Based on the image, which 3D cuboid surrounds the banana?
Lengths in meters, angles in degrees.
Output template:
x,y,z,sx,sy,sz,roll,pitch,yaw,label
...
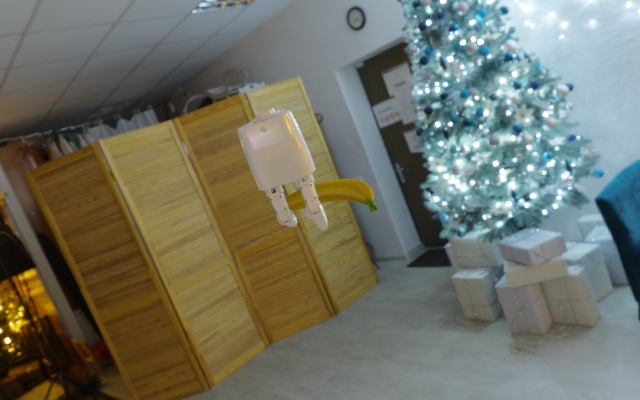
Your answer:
x,y,z,sx,sy,sz,roll,pitch,yaw,label
0.010,-0.007,0.821,0.198,0.037,0.069,-5,30,30,banana
